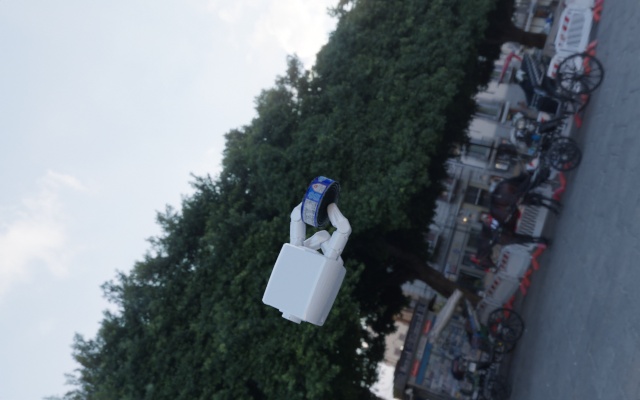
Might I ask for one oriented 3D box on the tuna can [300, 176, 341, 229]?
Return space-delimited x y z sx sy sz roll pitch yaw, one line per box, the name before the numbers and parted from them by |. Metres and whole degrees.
tuna can | 0.000 0.002 0.812 0.033 0.086 0.086 21 7 19
